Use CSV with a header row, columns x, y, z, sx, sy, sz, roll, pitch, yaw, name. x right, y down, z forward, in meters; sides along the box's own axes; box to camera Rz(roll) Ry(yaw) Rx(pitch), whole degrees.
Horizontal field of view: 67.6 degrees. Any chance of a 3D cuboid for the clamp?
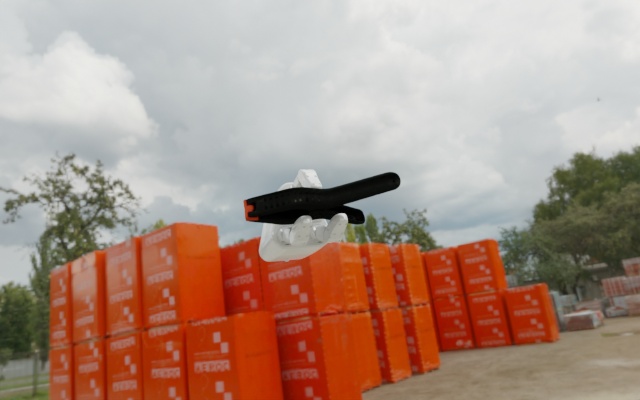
x,y,z,sx,sy,sz,roll,pitch,yaw,name
-0.001,0.002,0.673,0.210,0.036,0.165,-1,-22,-22,clamp
